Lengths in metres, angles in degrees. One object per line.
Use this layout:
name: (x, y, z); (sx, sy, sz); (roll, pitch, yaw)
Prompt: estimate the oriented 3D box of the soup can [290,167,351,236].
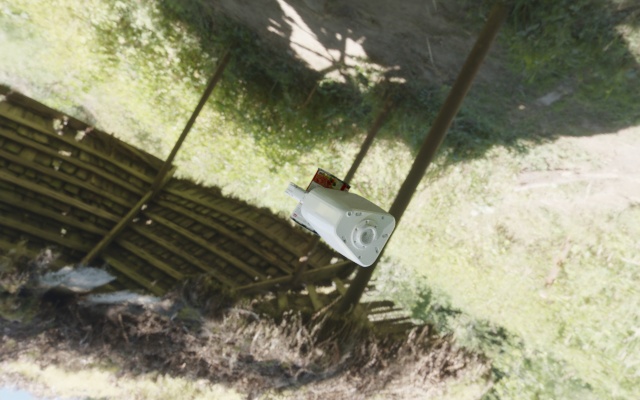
soup can: (0.000, 0.003, 0.836); (0.068, 0.102, 0.068); (30, 1, -1)
